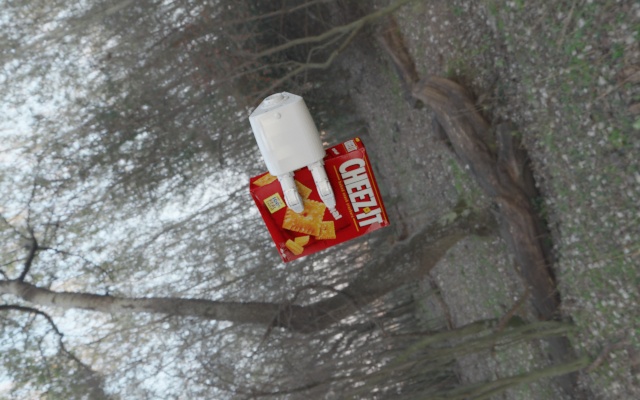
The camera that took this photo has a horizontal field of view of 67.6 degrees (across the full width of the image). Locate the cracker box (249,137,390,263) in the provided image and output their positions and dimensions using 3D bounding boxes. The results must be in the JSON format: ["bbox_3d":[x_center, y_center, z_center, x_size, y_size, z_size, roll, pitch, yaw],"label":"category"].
[{"bbox_3d":[0.000,0.003,0.866,0.214,0.164,0.072,-20,25,3],"label":"cracker box"}]
